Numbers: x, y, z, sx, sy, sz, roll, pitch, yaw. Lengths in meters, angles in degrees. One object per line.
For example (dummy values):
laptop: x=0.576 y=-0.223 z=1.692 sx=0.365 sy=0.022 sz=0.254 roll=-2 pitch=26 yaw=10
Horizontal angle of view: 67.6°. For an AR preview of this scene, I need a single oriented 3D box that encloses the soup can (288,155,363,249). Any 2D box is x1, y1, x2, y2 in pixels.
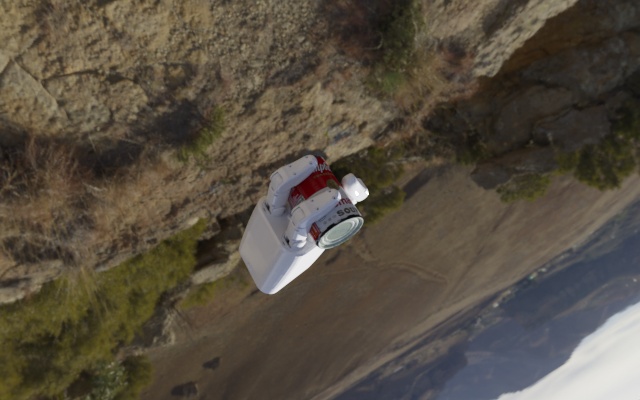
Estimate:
soup can: x=0.001 y=0.002 z=0.605 sx=0.068 sy=0.102 sz=0.068 roll=-26 pitch=-26 yaw=-14
